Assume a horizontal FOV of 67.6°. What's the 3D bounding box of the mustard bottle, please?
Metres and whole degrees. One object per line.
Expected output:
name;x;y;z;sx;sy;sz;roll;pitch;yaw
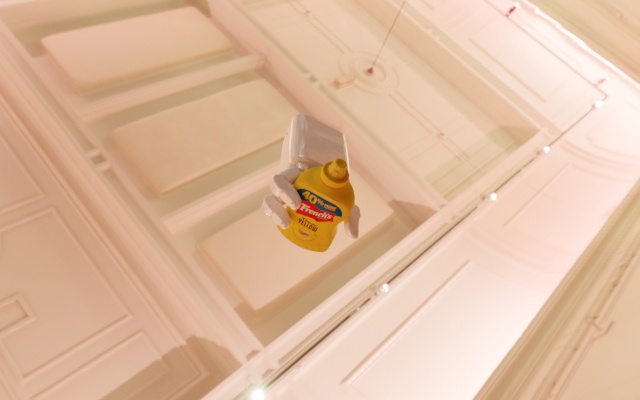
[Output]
mustard bottle;0.000;0.003;0.736;0.096;0.058;0.192;30;-41;2
